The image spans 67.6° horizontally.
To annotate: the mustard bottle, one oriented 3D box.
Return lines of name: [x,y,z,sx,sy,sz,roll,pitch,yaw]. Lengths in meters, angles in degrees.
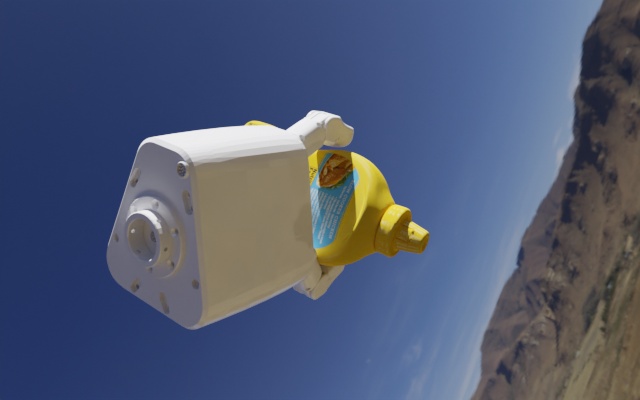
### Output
mustard bottle: [0.000,0.001,0.406,0.191,0.096,0.058,21,-4,27]
